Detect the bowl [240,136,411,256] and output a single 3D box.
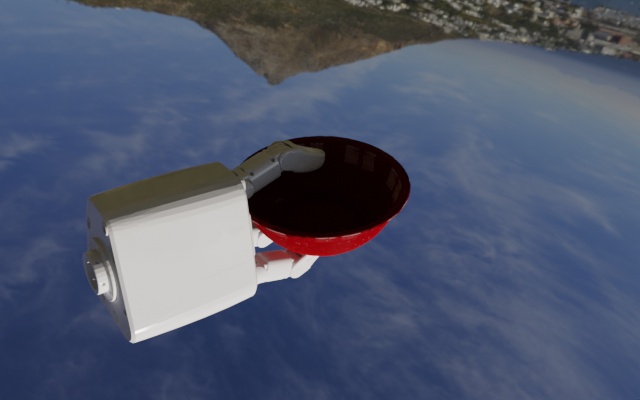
[{"bbox_3d":[0.001,0.001,0.448,0.162,0.055,0.162,-1,37,0],"label":"bowl"}]
